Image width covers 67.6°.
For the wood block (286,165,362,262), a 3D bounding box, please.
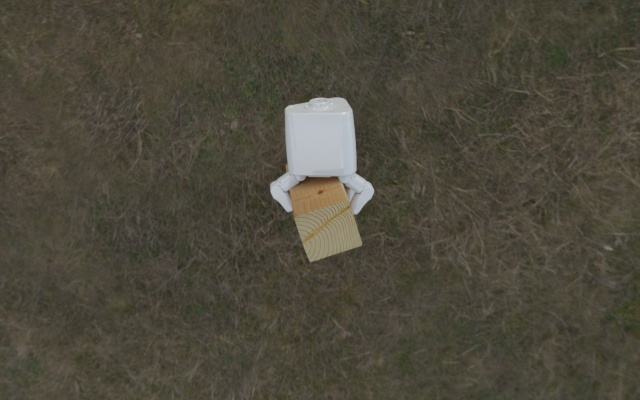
[{"bbox_3d":[0.000,0.003,0.830,0.091,0.090,0.206,-17,28,1],"label":"wood block"}]
